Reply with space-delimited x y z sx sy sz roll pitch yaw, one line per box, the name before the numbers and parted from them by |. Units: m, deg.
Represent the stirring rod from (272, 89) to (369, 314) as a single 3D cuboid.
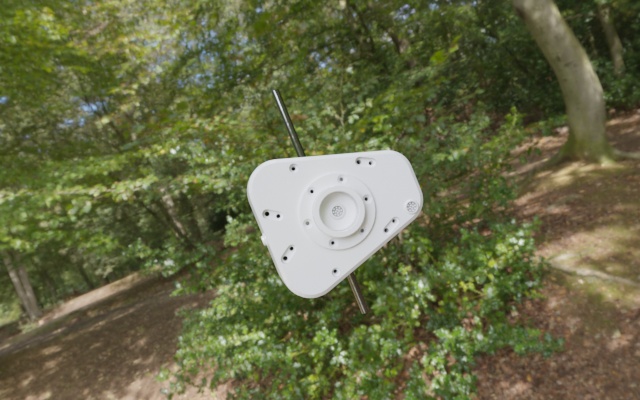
stirring rod | 0.000 0.002 0.480 0.011 0.239 0.011 -22 1 1
